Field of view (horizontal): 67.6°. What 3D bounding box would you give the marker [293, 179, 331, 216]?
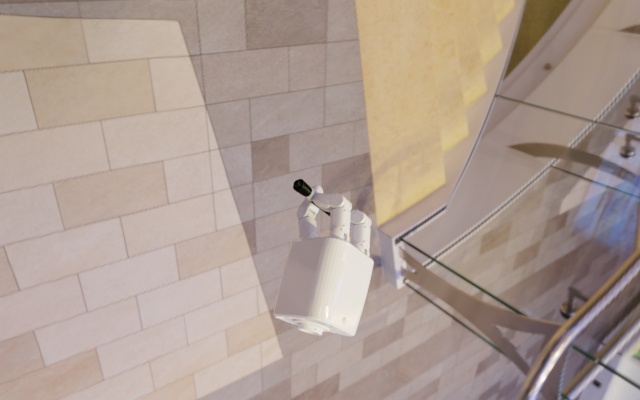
[{"bbox_3d":[0.000,0.002,0.698,0.020,0.020,0.121,0,-26,39],"label":"marker"}]
